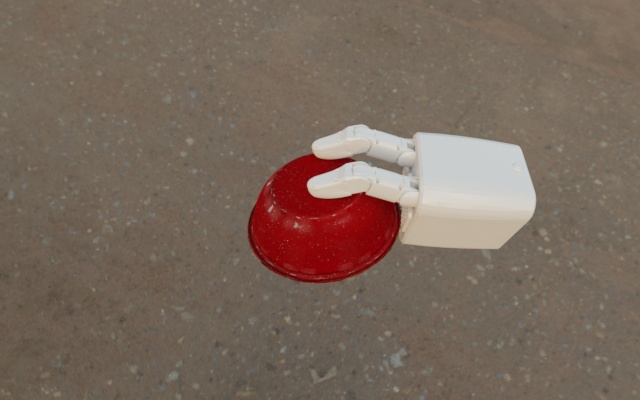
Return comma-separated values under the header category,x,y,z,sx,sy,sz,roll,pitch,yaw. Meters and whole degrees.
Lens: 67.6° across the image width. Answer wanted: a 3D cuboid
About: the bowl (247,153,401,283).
category,x,y,z,sx,sy,sz,roll,pitch,yaw
bowl,-0.001,0.002,0.482,0.162,0.162,0.055,0,-43,9
